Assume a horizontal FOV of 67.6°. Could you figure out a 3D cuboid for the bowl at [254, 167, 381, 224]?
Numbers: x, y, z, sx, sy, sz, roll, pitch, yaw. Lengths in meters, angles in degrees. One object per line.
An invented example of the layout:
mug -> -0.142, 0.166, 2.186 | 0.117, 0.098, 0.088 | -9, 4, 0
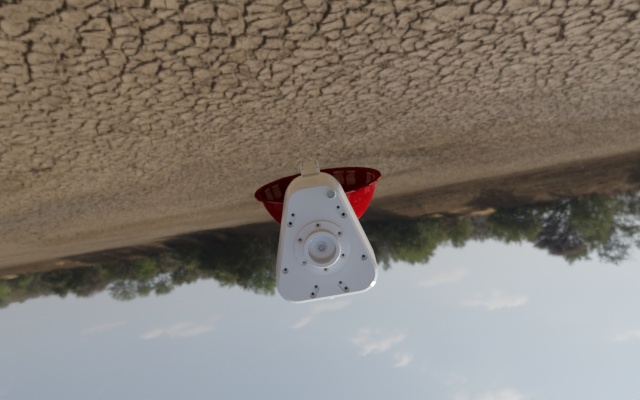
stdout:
bowl -> 0.000, 0.002, 0.611 | 0.162, 0.055, 0.162 | -9, 15, 3
